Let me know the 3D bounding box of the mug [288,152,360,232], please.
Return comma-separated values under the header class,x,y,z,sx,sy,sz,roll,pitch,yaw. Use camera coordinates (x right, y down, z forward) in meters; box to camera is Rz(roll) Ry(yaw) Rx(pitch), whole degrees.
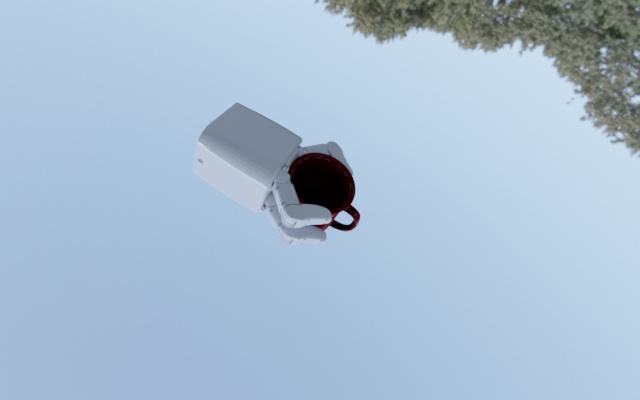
class,x,y,z,sx,sy,sz,roll,pitch,yaw
mug,0.001,0.003,0.647,0.117,0.093,0.081,32,-35,-1
